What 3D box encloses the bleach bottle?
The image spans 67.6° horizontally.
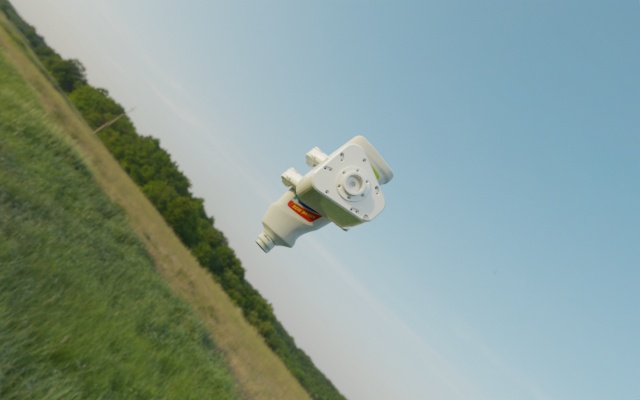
[{"bbox_3d":[0.000,0.003,0.807,0.251,0.102,0.068,-41,4,-14],"label":"bleach bottle"}]
